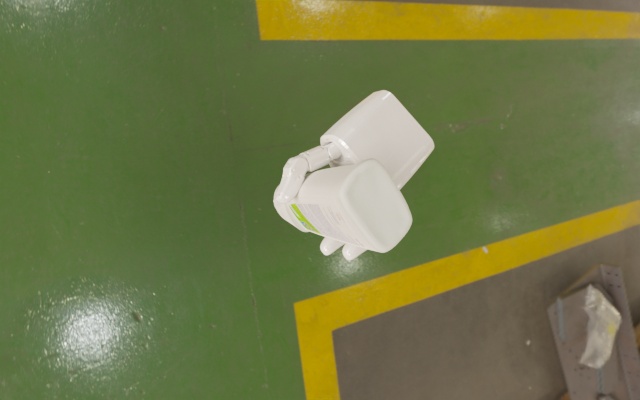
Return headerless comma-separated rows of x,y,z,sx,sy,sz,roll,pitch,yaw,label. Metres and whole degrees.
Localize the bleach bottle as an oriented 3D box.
0.000,0.002,0.603,0.068,0.102,0.251,-44,22,-21,bleach bottle
